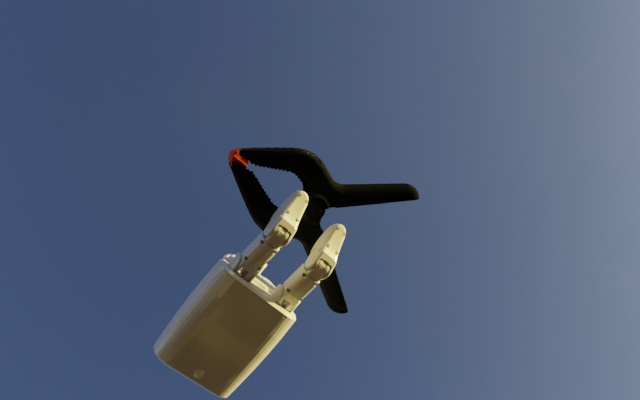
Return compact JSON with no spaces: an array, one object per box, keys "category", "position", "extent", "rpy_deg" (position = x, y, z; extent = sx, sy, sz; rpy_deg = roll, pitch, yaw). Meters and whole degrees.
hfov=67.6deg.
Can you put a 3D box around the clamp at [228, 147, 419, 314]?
[{"category":"clamp","position":[-0.001,0.001,0.507],"extent":[0.210,0.164,0.036],"rpy_deg":[41,-7,-20]}]
